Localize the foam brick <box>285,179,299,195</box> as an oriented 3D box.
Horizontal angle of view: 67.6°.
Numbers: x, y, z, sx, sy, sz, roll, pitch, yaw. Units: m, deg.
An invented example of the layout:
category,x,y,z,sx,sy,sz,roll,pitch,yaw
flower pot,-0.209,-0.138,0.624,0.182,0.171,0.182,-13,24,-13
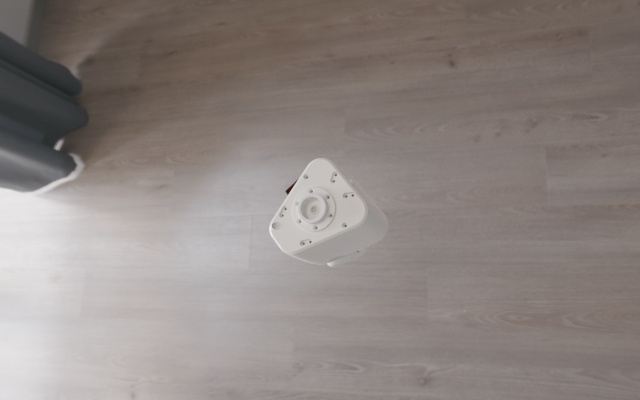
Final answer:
category,x,y,z,sx,sy,sz,roll,pitch,yaw
foam brick,0.000,0.002,0.652,0.053,0.078,0.051,-42,-21,8
